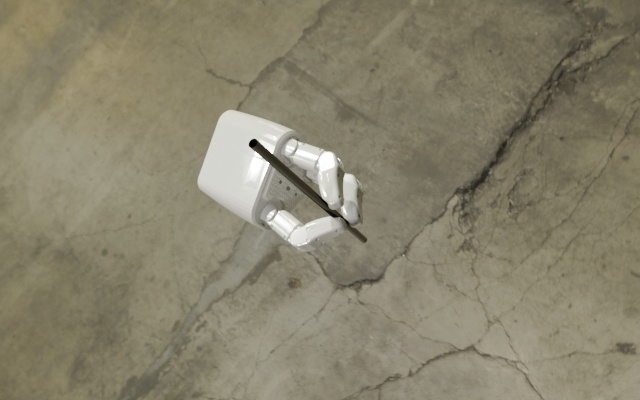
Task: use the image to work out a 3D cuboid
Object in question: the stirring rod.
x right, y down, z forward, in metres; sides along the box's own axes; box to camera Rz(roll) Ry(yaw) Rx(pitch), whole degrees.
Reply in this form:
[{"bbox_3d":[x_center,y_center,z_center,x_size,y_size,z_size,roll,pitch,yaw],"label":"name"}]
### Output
[{"bbox_3d":[0.000,0.002,0.459,0.011,0.011,0.240,0,-22,27],"label":"stirring rod"}]
